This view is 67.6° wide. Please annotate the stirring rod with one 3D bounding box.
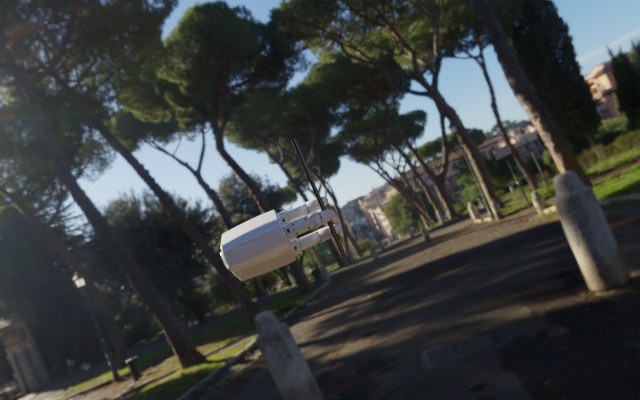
[{"bbox_3d":[0.000,0.003,0.829,0.011,0.239,0.011,-23,-4,-2],"label":"stirring rod"}]
